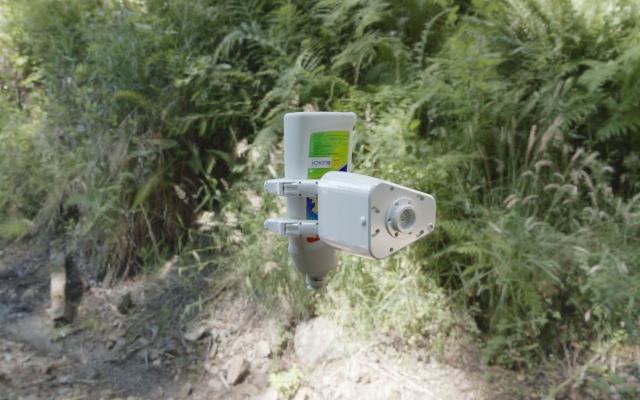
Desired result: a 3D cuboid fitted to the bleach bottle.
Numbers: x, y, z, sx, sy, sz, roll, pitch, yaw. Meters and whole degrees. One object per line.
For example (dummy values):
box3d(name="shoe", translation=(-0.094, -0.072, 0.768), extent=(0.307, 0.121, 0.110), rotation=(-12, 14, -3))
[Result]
box3d(name="bleach bottle", translation=(0.000, 0.002, 0.683), extent=(0.102, 0.251, 0.068), rotation=(-6, 10, -31))
